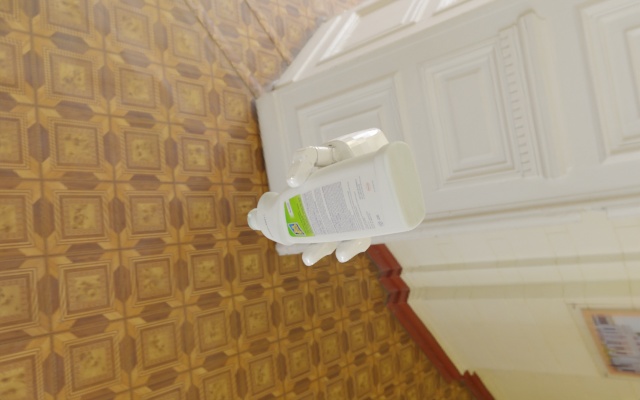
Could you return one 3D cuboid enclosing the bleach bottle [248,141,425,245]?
[{"bbox_3d":[0.000,0.002,0.602,0.251,0.102,0.068,-10,10,39],"label":"bleach bottle"}]
